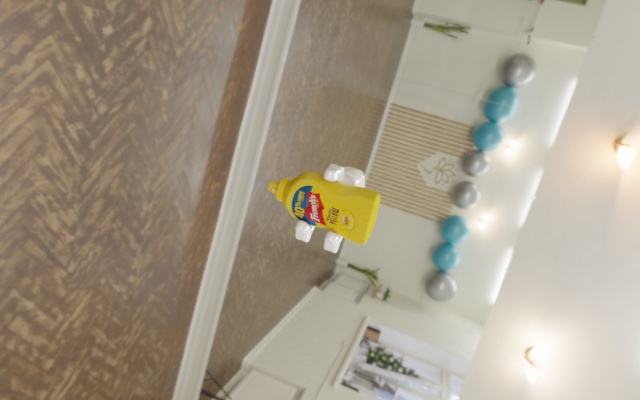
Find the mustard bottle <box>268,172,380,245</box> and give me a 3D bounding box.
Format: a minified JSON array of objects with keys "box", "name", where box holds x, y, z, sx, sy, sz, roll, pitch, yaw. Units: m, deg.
[{"box":[0.000,0.003,0.812,0.191,0.096,0.058,19,38,13],"name":"mustard bottle"}]
